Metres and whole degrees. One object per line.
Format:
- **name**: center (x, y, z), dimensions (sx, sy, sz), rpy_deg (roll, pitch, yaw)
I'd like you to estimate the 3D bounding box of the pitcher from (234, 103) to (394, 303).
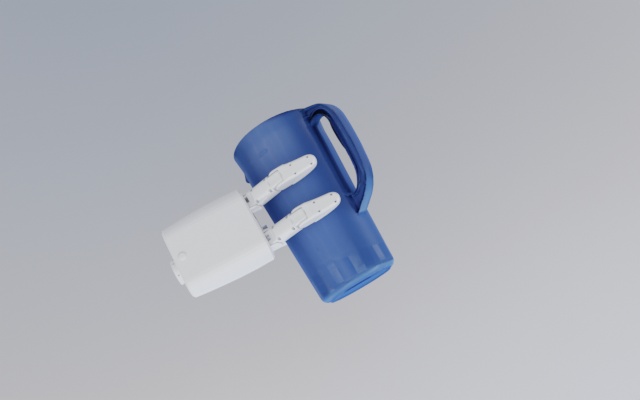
- **pitcher**: center (0.000, 0.002, 0.635), dimensions (0.145, 0.242, 0.149), rpy_deg (-27, -15, -11)
